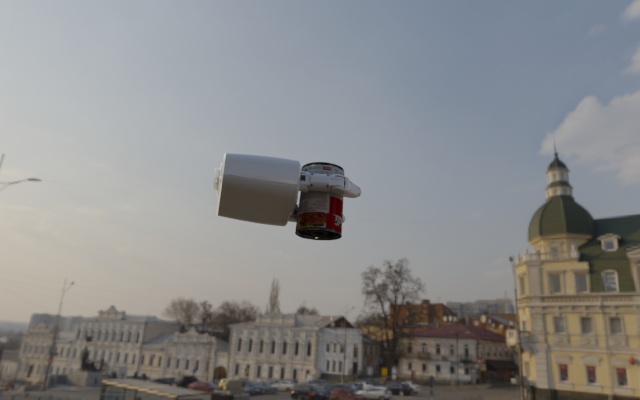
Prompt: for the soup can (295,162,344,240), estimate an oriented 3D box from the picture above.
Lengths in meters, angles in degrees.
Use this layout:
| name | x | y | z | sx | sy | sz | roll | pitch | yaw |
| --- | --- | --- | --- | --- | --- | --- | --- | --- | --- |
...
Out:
| name | x | y | z | sx | sy | sz | roll | pitch | yaw |
| --- | --- | --- | --- | --- | --- | --- | --- | --- | --- |
| soup can | 0.001 | 0.002 | 0.705 | 0.068 | 0.102 | 0.068 | 3 | -17 | 1 |
